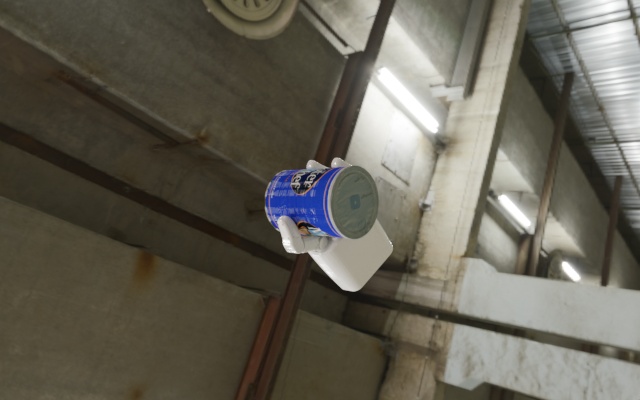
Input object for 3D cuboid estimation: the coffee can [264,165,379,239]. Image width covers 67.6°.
[{"bbox_3d":[0.000,0.002,0.709,0.140,0.103,0.103,1,0,45],"label":"coffee can"}]
